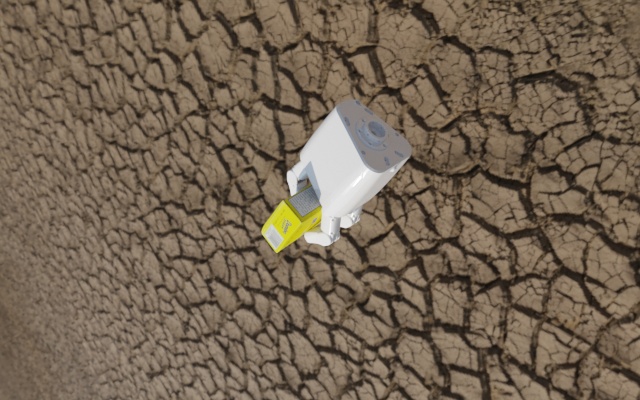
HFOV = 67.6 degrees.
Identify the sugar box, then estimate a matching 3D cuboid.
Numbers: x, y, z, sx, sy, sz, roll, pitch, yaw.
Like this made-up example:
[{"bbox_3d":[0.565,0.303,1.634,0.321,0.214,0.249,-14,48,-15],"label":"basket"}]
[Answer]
[{"bbox_3d":[0.000,0.003,0.704,0.176,0.048,0.093,-30,-13,-40],"label":"sugar box"}]
